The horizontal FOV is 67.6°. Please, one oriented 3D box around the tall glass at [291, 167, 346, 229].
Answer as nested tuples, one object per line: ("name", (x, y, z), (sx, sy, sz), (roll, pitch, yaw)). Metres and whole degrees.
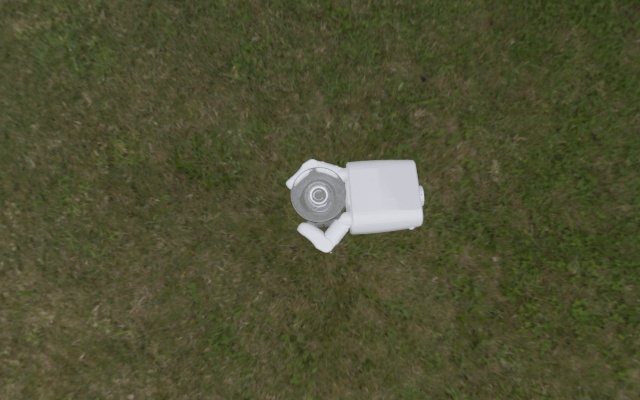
("tall glass", (0.000, 0.002, 0.734), (0.079, 0.079, 0.201), (0, -6, 1))
